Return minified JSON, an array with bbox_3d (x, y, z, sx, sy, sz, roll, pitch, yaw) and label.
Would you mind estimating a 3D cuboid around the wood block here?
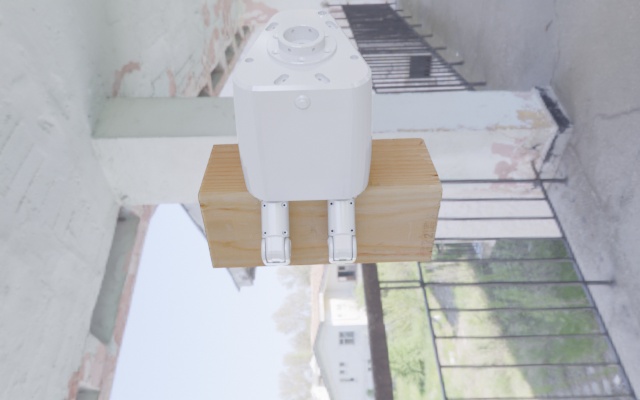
[{"bbox_3d":[0.000,0.001,0.460,0.206,0.090,0.090,-2,37,0],"label":"wood block"}]
